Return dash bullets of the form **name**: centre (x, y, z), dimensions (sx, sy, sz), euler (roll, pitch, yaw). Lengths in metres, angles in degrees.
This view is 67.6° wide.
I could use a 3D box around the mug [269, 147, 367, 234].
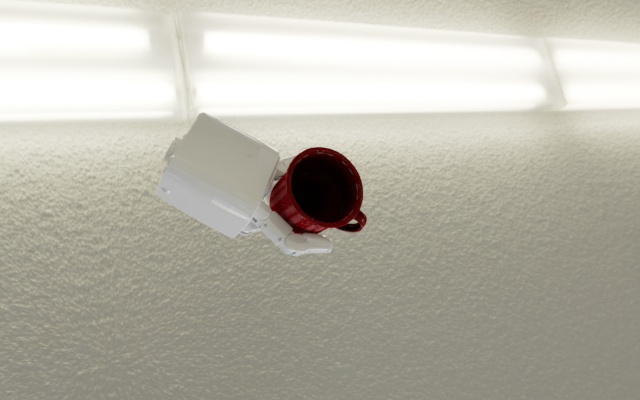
- **mug**: centre (0.001, 0.003, 0.557), dimensions (0.117, 0.093, 0.081), euler (30, -26, -13)
